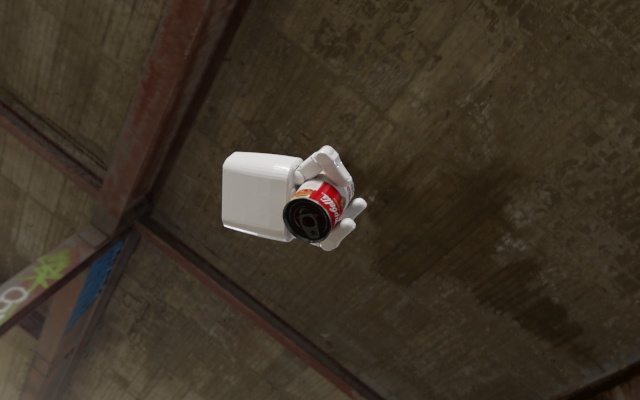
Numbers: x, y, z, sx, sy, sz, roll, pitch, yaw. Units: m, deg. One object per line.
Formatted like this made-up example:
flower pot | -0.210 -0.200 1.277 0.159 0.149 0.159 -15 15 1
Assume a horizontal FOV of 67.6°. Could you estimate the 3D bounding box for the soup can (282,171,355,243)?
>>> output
soup can | 0.001 0.002 0.648 0.068 0.068 0.102 0 29 24
